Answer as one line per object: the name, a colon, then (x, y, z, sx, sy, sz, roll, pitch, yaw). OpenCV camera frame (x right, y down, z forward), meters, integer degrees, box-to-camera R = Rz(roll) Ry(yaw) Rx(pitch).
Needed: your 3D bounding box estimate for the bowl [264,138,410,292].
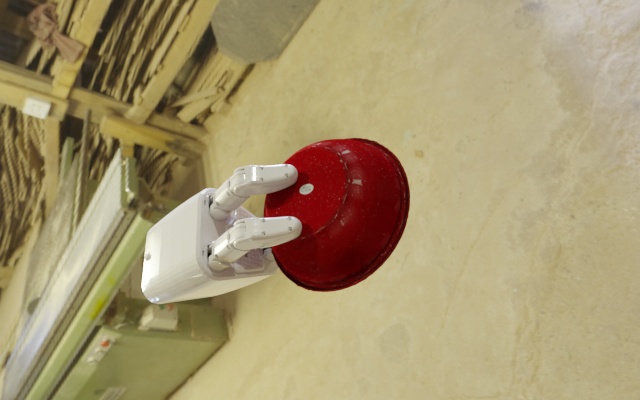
bowl: (0.001, 0.001, 0.452, 0.162, 0.162, 0.055, 0, -22, 35)
